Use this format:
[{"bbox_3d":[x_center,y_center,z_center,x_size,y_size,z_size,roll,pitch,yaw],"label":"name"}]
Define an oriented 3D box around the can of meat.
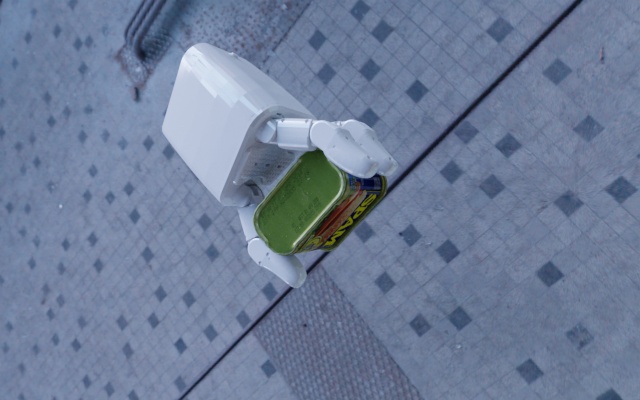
[{"bbox_3d":[0.000,0.002,0.425,0.057,0.102,0.084,48,21,20],"label":"can of meat"}]
